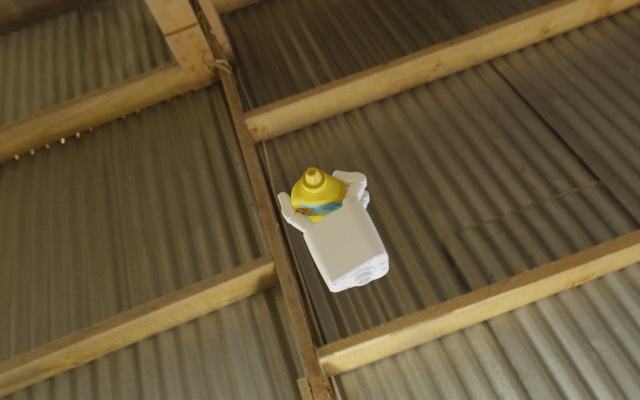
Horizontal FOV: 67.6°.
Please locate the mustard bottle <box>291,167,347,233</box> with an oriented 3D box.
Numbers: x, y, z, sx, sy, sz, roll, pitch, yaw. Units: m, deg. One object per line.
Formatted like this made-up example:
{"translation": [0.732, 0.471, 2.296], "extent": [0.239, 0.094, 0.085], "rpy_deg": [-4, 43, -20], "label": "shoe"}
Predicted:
{"translation": [0.000, 0.003, 0.831], "extent": [0.096, 0.058, 0.192], "rpy_deg": [-2, -30, 8], "label": "mustard bottle"}
